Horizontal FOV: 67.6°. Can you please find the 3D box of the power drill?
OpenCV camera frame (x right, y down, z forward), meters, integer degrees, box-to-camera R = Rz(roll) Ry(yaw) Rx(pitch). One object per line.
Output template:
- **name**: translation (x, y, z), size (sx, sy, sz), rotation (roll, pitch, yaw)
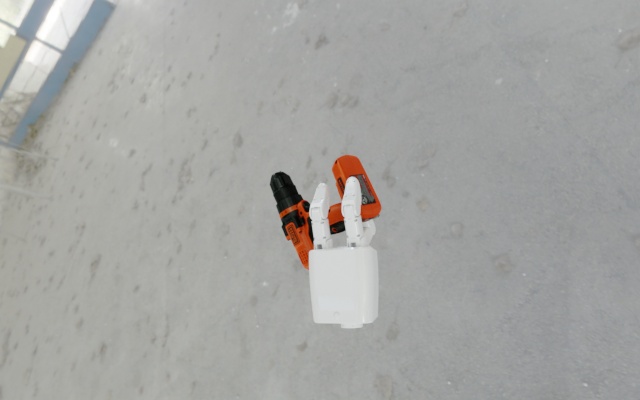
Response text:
- **power drill**: translation (0.000, 0.003, 0.785), size (0.057, 0.184, 0.188), rotation (-14, -16, -45)
